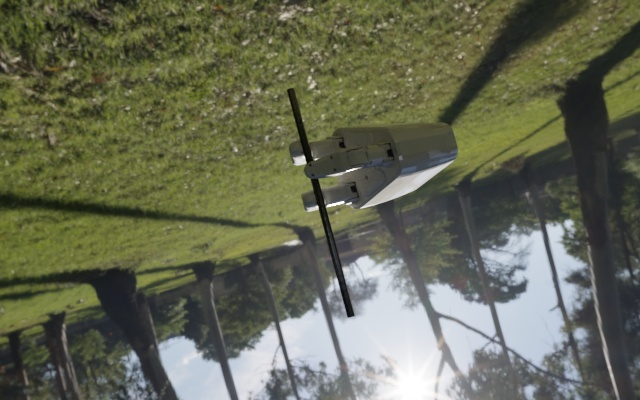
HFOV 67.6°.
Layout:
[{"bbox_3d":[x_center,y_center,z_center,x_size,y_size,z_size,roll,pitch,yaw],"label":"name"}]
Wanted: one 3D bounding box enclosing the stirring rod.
[{"bbox_3d":[0.000,0.001,0.488,0.011,0.239,0.011,-15,-2,0],"label":"stirring rod"}]
